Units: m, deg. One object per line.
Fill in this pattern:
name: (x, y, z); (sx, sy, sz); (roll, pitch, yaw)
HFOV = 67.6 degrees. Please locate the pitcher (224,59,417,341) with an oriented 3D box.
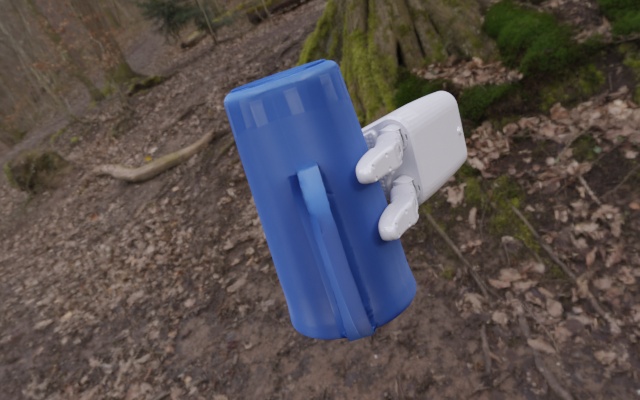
pitcher: (0.000, 0.001, 0.448); (0.149, 0.243, 0.145); (0, 25, 46)
